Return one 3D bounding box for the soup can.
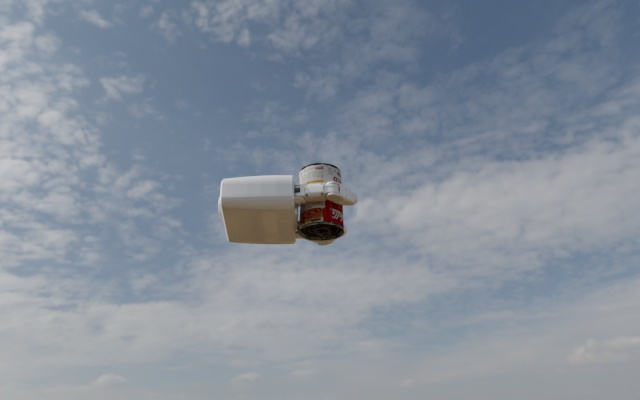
[{"bbox_3d":[0.001,0.002,0.730,0.068,0.102,0.068,-1,-26,-1],"label":"soup can"}]
